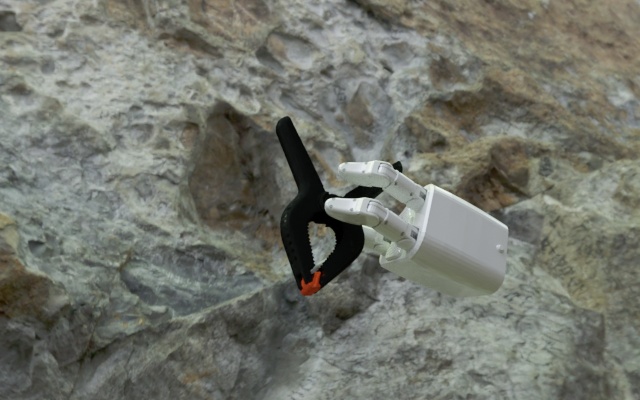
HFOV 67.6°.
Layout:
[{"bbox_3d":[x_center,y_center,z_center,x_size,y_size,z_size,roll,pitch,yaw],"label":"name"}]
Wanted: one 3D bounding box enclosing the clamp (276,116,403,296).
[{"bbox_3d":[0.000,0.003,0.532,0.164,0.209,0.036,25,-35,-6],"label":"clamp"}]
